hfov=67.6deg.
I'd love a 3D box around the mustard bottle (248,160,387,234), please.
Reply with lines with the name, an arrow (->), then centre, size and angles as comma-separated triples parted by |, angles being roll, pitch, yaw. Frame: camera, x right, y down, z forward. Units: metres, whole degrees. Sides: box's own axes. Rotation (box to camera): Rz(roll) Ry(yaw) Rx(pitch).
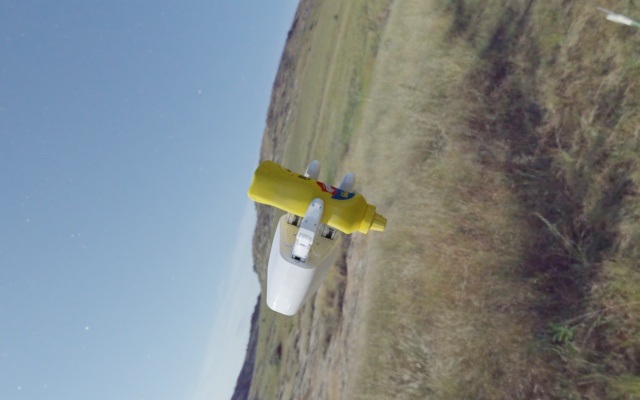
mustard bottle -> 0.000, 0.002, 0.668 | 0.191, 0.058, 0.096 | 21, 9, 2
